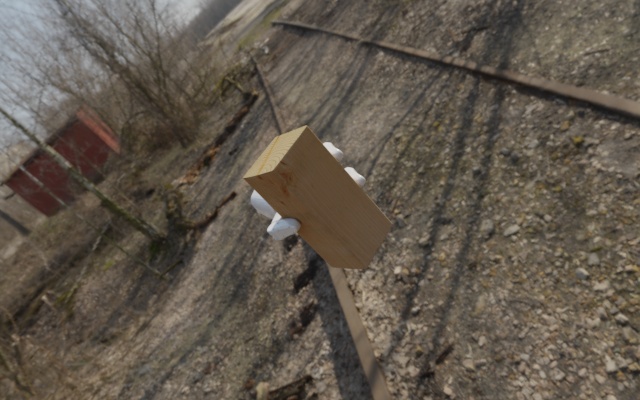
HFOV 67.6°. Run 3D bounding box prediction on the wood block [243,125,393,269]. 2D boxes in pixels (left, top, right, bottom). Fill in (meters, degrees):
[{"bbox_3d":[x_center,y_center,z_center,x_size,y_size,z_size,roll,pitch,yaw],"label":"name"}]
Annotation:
[{"bbox_3d":[0.000,0.002,0.705,0.206,0.090,0.090,47,-28,-23],"label":"wood block"}]
